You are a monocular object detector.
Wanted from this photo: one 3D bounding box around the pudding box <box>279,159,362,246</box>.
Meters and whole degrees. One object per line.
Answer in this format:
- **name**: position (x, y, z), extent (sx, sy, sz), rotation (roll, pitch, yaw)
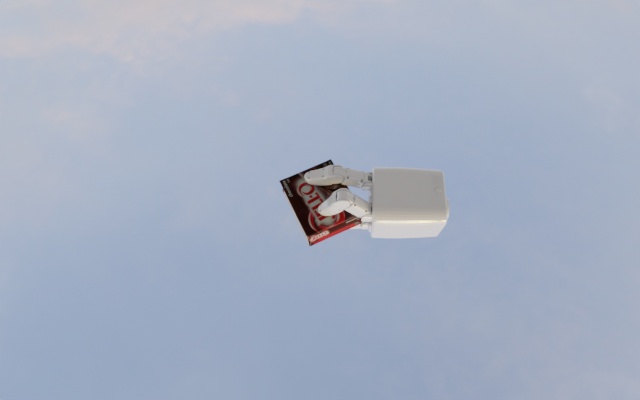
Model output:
- **pudding box**: position (0.000, 0.002, 0.729), extent (0.090, 0.113, 0.039), rotation (-23, -32, -10)
